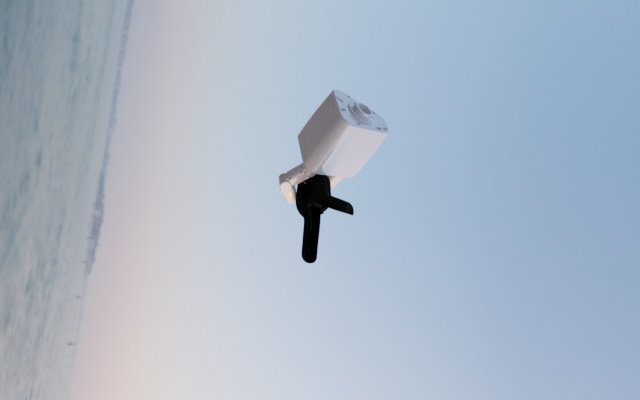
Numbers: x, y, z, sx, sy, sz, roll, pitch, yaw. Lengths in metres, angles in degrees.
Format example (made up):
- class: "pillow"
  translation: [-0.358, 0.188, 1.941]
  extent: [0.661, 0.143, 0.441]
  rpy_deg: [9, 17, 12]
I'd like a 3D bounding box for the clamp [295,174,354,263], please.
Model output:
- class: "clamp"
  translation: [0.000, 0.003, 0.761]
  extent: [0.039, 0.171, 0.120]
  rpy_deg: [25, -53, -36]
